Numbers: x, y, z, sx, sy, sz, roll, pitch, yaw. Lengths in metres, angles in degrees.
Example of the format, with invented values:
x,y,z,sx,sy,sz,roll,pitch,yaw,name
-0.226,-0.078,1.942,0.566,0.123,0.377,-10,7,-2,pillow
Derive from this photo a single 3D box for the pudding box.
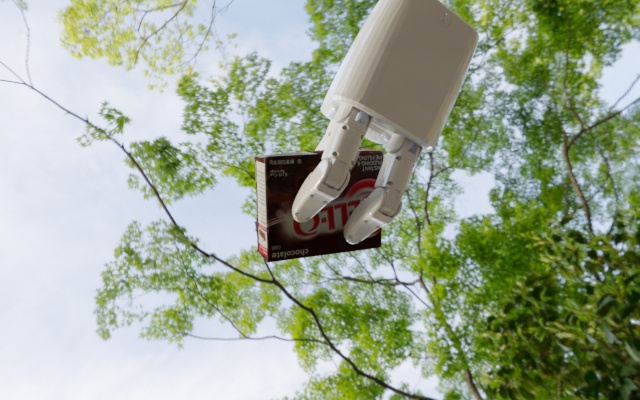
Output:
x,y,z,sx,sy,sz,roll,pitch,yaw,name
0.000,0.001,0.423,0.113,0.090,0.039,-5,12,-21,pudding box
